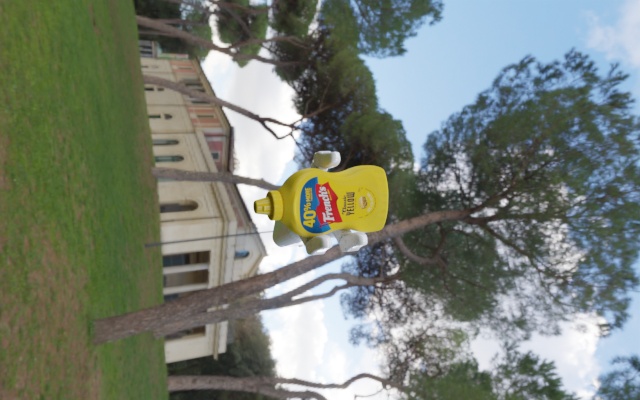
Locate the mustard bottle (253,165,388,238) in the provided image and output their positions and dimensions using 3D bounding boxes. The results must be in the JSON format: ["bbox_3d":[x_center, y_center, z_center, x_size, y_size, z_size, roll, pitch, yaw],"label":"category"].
[{"bbox_3d":[0.000,0.002,0.672,0.191,0.096,0.058,-4,13,-22],"label":"mustard bottle"}]
